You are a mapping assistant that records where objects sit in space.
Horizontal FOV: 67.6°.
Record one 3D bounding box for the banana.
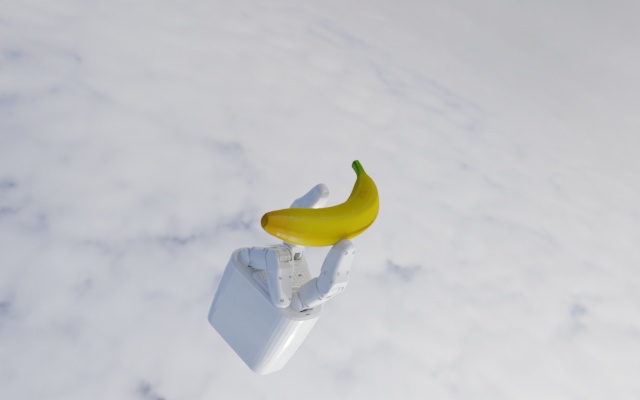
[{"bbox_3d":[0.016,0.012,0.487,0.069,0.037,0.197,37,31,13],"label":"banana"}]
